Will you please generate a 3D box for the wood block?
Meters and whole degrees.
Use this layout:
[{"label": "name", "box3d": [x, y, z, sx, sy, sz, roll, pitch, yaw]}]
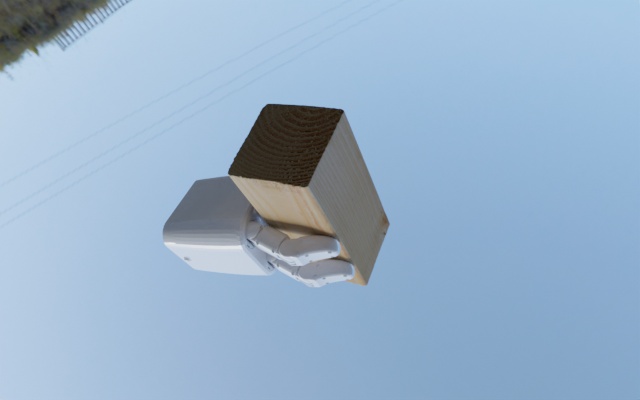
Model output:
[{"label": "wood block", "box3d": [0.000, 0.001, 0.514, 0.090, 0.090, 0.206, 10, -28, 27]}]
